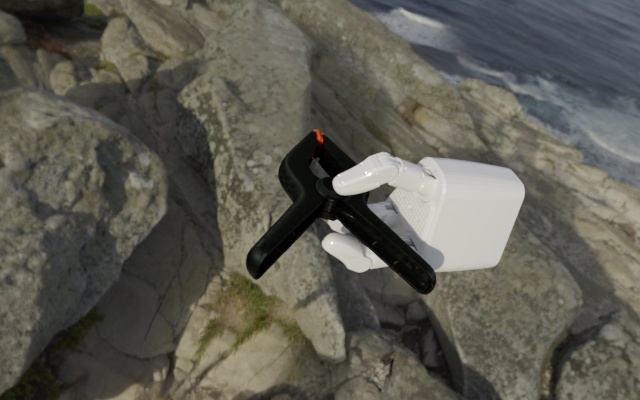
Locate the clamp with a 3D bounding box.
[{"bbox_3d":[0.000,0.001,0.449,0.164,0.036,0.209,4,41,-24],"label":"clamp"}]
